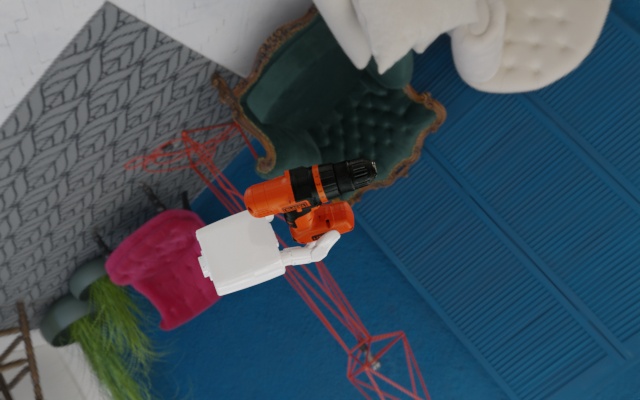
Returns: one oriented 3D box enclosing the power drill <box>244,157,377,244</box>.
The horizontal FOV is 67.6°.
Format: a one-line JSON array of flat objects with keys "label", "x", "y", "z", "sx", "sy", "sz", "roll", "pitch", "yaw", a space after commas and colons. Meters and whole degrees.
[{"label": "power drill", "x": 0.000, "y": 0.003, "z": 0.710, "sx": 0.184, "sy": 0.057, "sz": 0.188, "roll": -14, "pitch": -23, "yaw": 7}]
